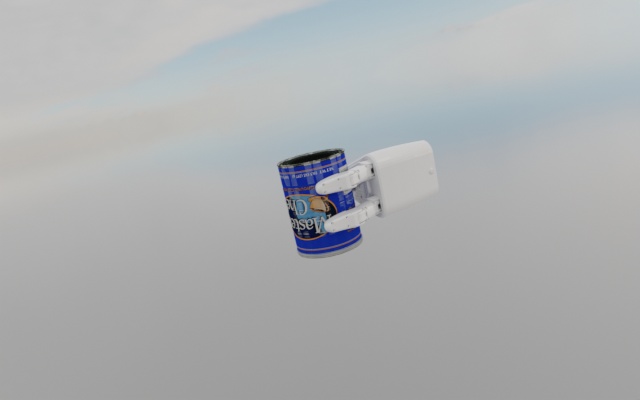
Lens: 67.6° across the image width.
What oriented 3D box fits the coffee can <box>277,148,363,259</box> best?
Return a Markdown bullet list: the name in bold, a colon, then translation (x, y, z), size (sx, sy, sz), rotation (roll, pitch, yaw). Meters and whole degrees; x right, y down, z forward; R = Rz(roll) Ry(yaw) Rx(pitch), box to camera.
- **coffee can**: translation (0.000, 0.003, 0.713), size (0.103, 0.140, 0.102), rotation (-12, 13, 3)
